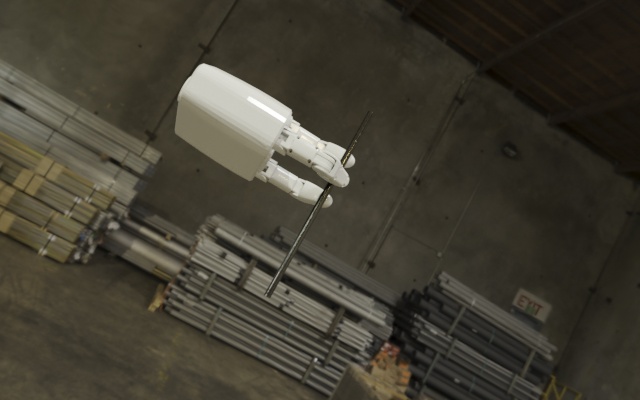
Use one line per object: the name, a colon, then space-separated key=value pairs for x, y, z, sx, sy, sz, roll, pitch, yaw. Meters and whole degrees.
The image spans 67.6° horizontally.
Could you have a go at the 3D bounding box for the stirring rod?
stirring rod: x=0.000 y=0.002 z=0.539 sx=0.011 sy=0.239 sz=0.011 roll=29 pitch=-7 yaw=4
